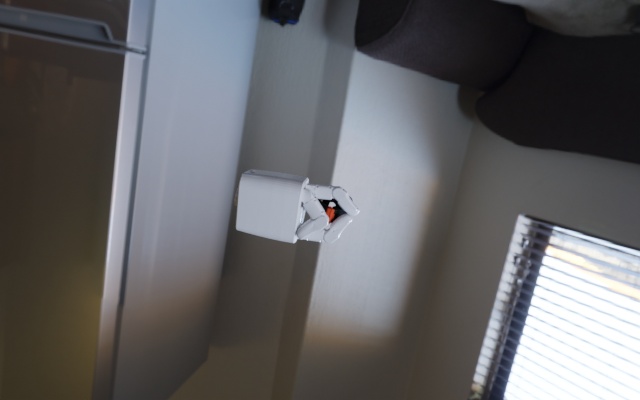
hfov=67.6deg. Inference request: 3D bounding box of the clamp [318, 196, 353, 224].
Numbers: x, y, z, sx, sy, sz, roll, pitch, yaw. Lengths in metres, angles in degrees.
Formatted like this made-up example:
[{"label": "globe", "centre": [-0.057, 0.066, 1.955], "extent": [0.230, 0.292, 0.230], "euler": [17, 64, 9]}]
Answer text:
[{"label": "clamp", "centre": [0.000, 0.004, 0.891], "extent": [0.120, 0.039, 0.171], "euler": [11, 10, 3]}]
